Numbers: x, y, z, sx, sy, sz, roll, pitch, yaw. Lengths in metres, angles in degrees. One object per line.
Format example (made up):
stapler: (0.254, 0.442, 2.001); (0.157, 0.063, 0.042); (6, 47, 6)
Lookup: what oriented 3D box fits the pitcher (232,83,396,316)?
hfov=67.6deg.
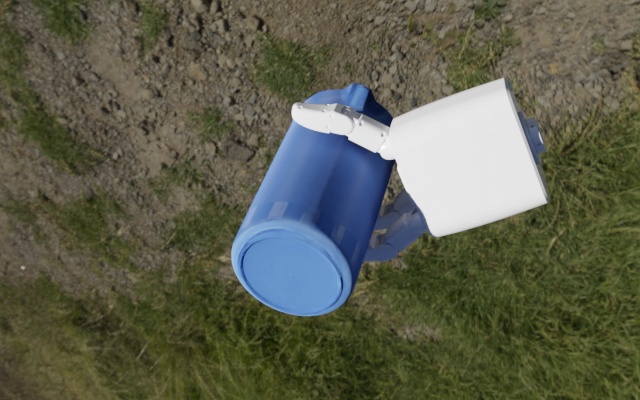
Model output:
pitcher: (0.000, 0.002, 0.492); (0.145, 0.149, 0.242); (-17, 29, 27)
